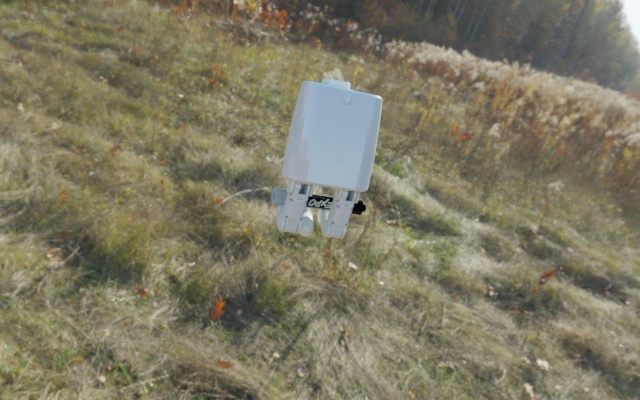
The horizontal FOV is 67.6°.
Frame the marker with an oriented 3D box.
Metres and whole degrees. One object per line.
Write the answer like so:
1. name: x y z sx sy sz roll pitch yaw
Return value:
1. marker: 0.000 0.002 0.588 0.121 0.020 0.020 8 -3 -19
